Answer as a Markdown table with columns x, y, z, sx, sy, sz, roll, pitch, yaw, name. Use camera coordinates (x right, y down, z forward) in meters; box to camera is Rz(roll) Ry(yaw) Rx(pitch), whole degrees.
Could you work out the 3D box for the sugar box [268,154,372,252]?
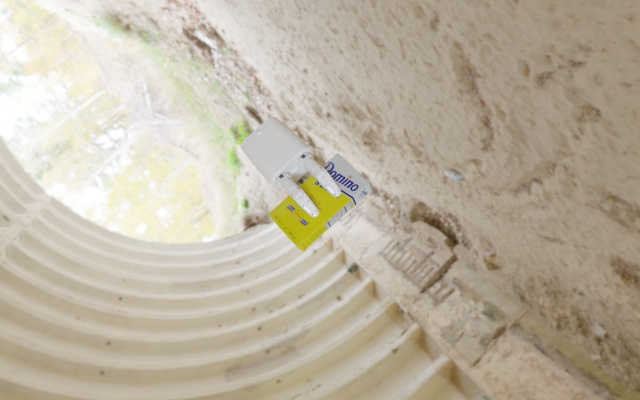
| x | y | z | sx | sy | sz | roll | pitch | yaw | name |
| --- | --- | --- | --- | --- | --- | --- | --- | --- | --- |
| 0.000 | 0.003 | 0.887 | 0.093 | 0.176 | 0.048 | 46 | -3 | 24 | sugar box |
